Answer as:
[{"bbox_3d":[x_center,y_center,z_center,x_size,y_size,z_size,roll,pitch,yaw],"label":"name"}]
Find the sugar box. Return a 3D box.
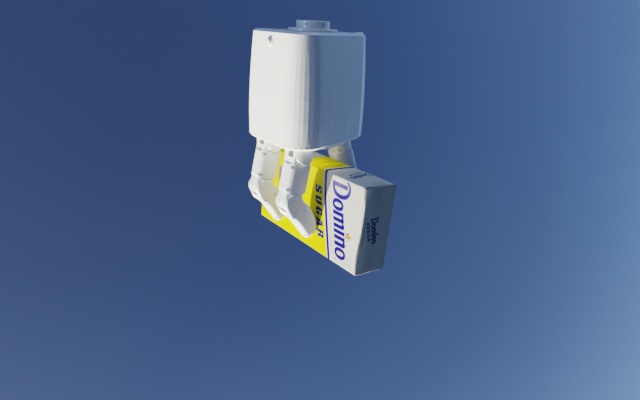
[{"bbox_3d":[0.000,0.002,0.521,0.048,0.093,0.176,-7,23,-35],"label":"sugar box"}]
